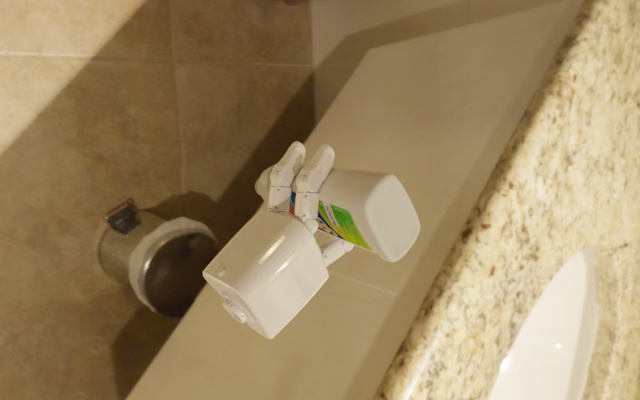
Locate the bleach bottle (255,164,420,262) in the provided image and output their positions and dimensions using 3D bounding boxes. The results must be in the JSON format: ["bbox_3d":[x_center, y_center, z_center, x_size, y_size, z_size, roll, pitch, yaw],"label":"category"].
[{"bbox_3d":[0.000,0.002,0.611,0.251,0.103,0.068,12,51,49],"label":"bleach bottle"}]
